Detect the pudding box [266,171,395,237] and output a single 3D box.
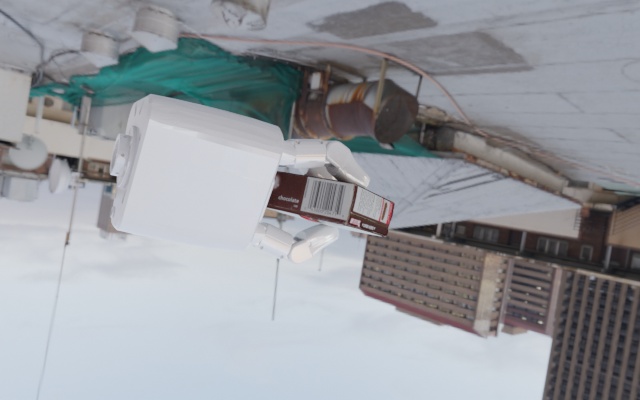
[{"bbox_3d":[0.000,0.002,0.449,0.113,0.039,0.090,13,-3,31],"label":"pudding box"}]
